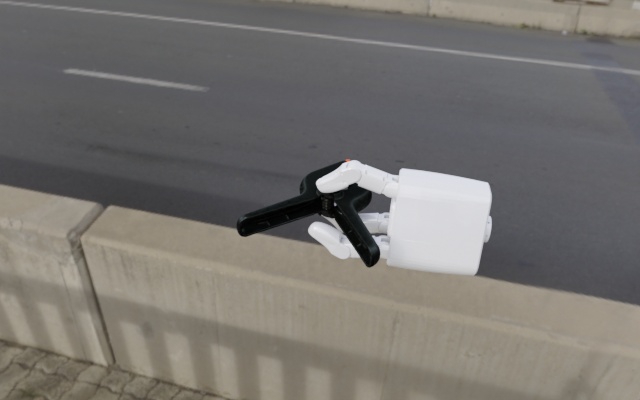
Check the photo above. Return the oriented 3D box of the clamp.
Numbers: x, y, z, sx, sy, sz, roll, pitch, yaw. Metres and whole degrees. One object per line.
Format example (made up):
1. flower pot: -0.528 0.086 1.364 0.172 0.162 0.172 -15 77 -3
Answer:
1. clamp: 0.000 0.001 0.597 0.164 0.036 0.210 10 31 7
